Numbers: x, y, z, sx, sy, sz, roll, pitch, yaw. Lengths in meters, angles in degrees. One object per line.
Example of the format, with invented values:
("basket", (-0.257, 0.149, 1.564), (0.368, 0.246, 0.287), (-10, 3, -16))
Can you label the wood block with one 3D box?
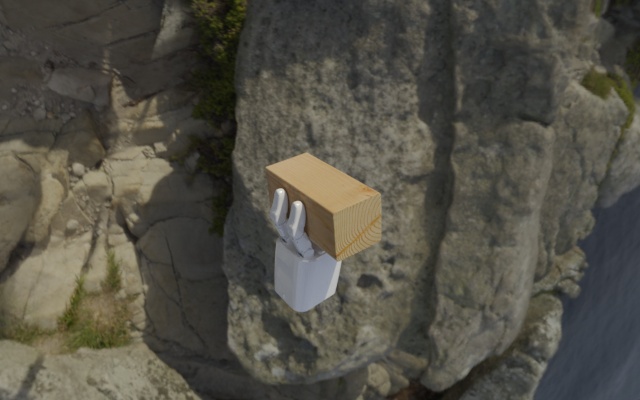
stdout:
("wood block", (0.000, 0.003, 0.792), (0.091, 0.090, 0.206), (-22, 34, -27))
